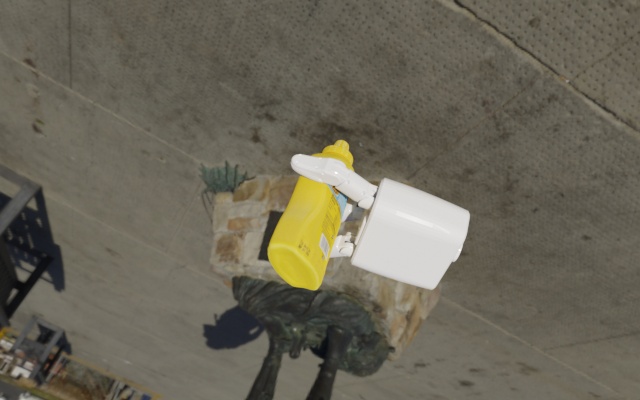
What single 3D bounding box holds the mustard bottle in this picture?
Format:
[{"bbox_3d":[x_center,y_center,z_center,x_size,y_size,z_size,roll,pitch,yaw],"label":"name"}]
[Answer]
[{"bbox_3d":[0.000,0.002,0.569,0.058,0.191,0.096,6,-36,23],"label":"mustard bottle"}]
